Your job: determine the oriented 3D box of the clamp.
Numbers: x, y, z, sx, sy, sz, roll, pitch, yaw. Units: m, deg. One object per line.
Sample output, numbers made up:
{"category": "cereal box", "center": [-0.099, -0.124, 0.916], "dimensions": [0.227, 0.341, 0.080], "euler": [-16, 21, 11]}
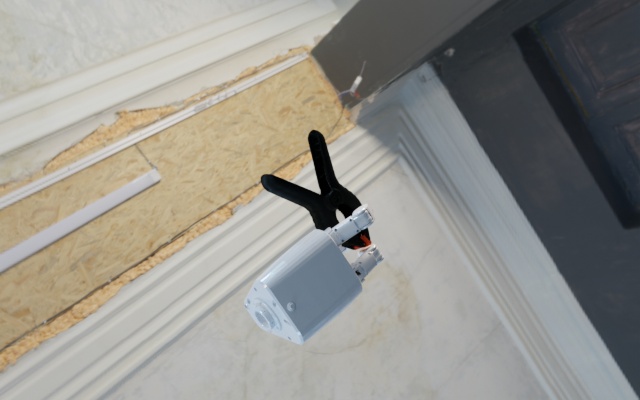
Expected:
{"category": "clamp", "center": [0.000, 0.002, 0.624], "dimensions": [0.120, 0.171, 0.039], "euler": [-36, 6, -31]}
